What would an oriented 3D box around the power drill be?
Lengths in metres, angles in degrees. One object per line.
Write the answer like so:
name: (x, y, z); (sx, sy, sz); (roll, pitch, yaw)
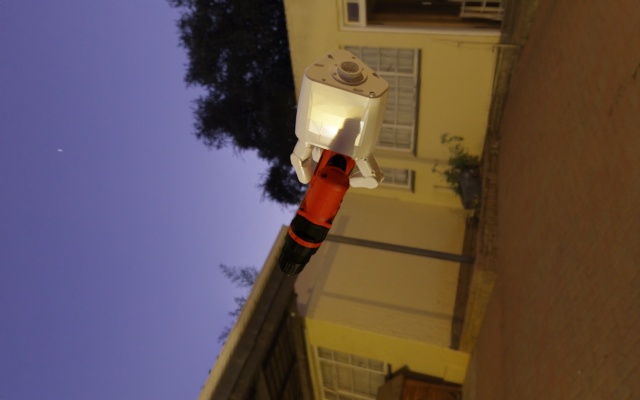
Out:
power drill: (0.000, 0.002, 0.716); (0.057, 0.184, 0.187); (26, 31, -4)
